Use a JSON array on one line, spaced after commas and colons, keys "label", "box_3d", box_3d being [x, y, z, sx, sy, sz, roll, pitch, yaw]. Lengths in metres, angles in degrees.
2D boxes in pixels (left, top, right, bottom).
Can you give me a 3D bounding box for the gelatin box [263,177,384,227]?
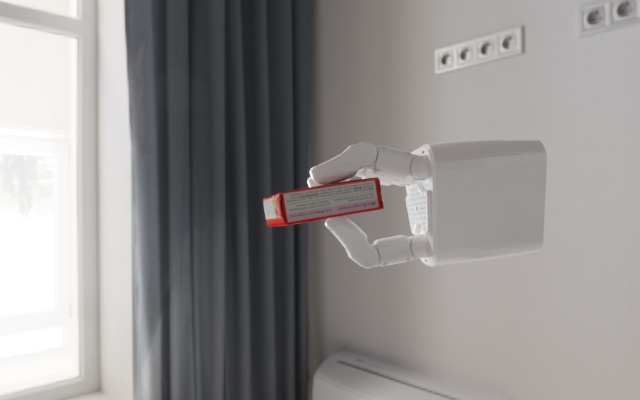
[{"label": "gelatin box", "box_3d": [0.000, 0.002, 0.421, 0.089, 0.030, 0.073, -10, 0, -17]}]
